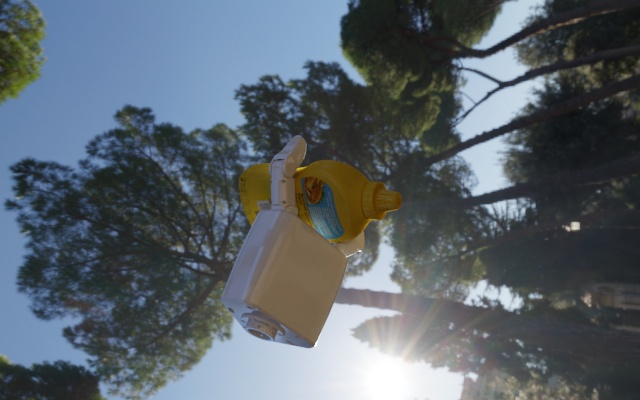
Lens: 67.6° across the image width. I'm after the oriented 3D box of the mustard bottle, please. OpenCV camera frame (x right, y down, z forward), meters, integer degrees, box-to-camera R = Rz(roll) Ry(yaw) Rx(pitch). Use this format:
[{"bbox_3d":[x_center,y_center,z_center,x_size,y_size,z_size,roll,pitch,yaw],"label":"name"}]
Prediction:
[{"bbox_3d":[0.000,0.002,0.543,0.191,0.096,0.058,-1,28,33],"label":"mustard bottle"}]
